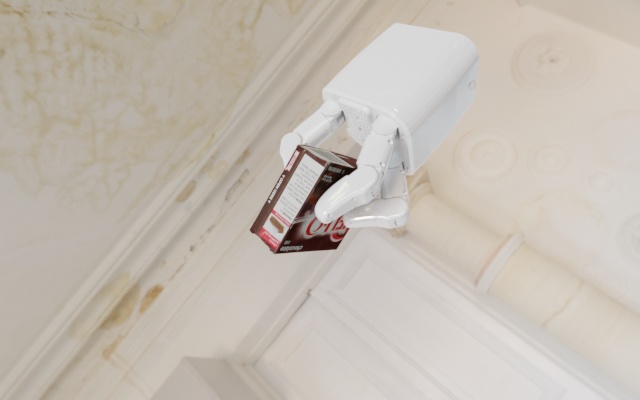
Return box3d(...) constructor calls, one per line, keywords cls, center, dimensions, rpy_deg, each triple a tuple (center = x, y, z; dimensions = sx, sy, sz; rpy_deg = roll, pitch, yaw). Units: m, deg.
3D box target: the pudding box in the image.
box3d(cls="pudding box", center=(0.000, 0.001, 0.432), dimensions=(0.039, 0.090, 0.113), rpy_deg=(38, 15, 28))
